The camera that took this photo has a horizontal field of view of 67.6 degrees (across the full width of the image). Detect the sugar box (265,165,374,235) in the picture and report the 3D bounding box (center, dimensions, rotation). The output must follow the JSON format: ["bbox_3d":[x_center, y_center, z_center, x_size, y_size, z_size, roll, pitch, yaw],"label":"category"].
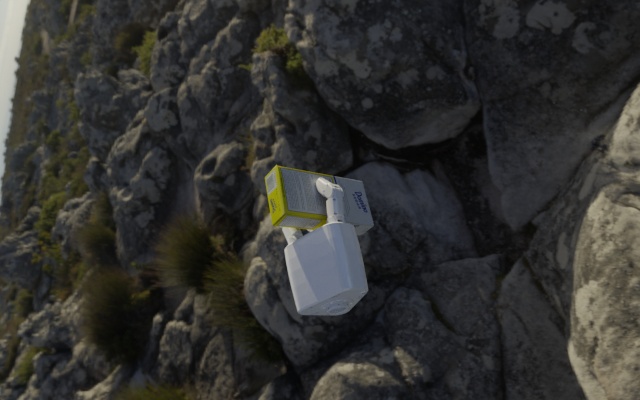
[{"bbox_3d":[0.000,0.003,0.786,0.176,0.093,0.048,11,-36,-35],"label":"sugar box"}]
